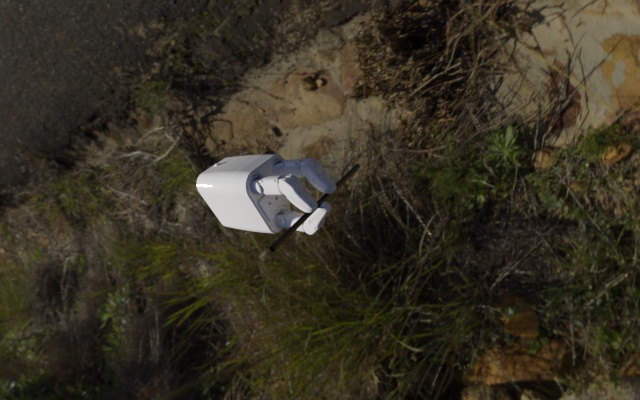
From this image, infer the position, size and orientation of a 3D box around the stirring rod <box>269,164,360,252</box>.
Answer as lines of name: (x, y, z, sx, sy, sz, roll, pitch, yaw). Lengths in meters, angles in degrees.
stirring rod: (0.000, 0.002, 0.667, 0.011, 0.011, 0.239, 0, 28, 34)
